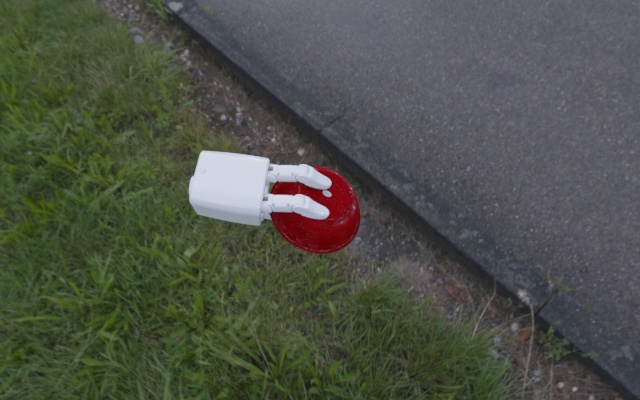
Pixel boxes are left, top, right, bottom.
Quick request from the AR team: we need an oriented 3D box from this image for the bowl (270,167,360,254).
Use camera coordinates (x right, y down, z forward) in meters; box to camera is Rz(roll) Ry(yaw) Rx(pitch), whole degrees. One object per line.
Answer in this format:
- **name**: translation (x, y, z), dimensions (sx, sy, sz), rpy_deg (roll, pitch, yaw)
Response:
- **bowl**: translation (0.002, 0.002, 0.776), dimensions (0.162, 0.162, 0.055), rpy_deg (0, -28, -22)
